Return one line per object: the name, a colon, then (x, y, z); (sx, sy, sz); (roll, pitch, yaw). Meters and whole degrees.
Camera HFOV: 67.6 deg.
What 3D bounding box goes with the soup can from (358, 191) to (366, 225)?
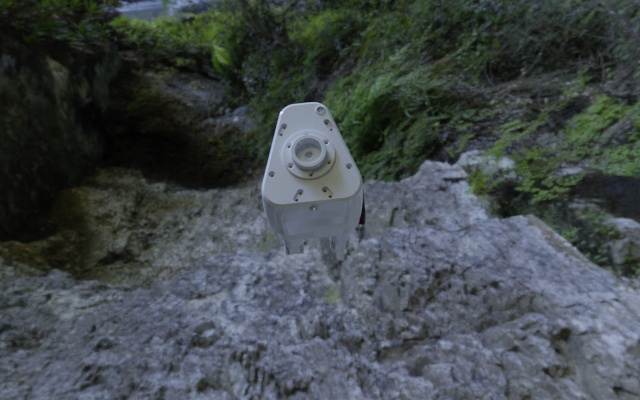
soup can: (0.000, 0.002, 0.590); (0.102, 0.068, 0.068); (-6, 0, -2)
